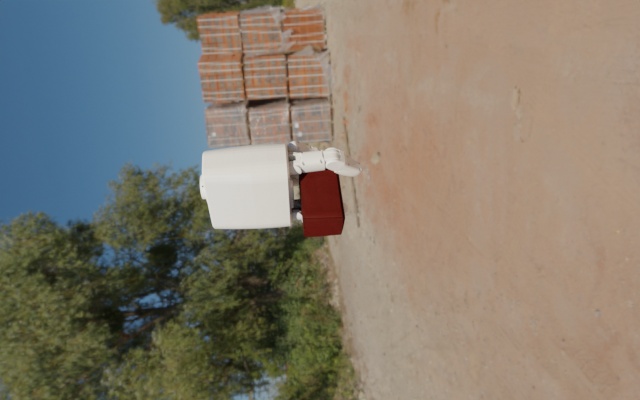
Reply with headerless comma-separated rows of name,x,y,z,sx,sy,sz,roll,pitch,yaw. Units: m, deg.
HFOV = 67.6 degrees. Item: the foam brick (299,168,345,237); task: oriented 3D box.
foam brick,0.000,0.002,0.618,0.051,0.078,0.053,-4,-30,-5
